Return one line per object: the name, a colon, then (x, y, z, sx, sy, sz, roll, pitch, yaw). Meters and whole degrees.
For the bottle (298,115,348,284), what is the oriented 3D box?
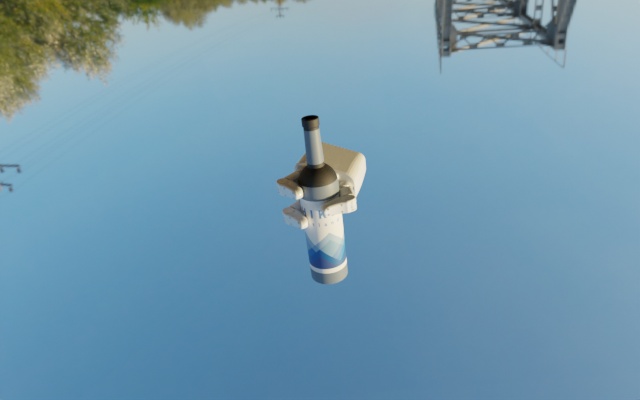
bottle: (0.000, 0.003, 0.799, 0.069, 0.296, 0.069, -6, 28, 3)
